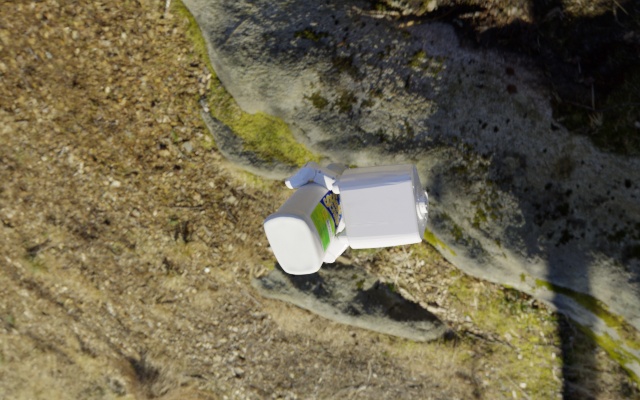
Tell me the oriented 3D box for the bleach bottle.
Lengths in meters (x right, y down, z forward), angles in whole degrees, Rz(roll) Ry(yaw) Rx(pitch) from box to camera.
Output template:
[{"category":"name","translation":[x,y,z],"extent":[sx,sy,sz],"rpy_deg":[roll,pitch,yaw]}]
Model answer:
[{"category":"bleach bottle","translation":[0.000,0.003,0.747],"extent":[0.068,0.103,0.250],"rpy_deg":[-7,27,24]}]
